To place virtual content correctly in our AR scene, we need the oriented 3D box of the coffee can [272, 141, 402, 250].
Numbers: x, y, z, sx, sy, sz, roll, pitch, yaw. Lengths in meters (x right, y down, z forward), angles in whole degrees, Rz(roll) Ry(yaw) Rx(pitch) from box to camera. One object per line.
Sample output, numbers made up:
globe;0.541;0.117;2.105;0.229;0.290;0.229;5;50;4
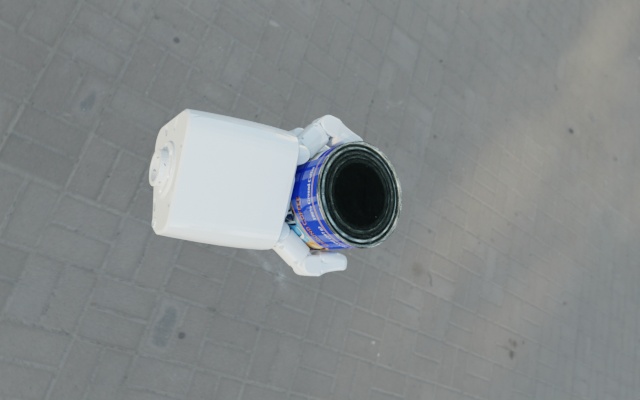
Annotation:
coffee can;0.000;0.002;0.504;0.103;0.103;0.140;0;-7;-35
